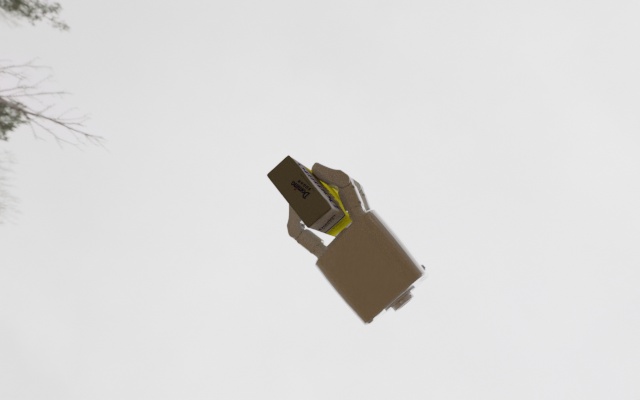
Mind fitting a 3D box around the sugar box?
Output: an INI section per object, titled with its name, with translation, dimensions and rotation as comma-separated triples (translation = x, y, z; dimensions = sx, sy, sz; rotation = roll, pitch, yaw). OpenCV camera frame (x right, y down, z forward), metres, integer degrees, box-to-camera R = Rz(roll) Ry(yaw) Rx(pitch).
[sugar box]
translation = 0.001, 0.002, 0.661
dimensions = 0.048, 0.093, 0.176
rotation = -41, -19, 5
